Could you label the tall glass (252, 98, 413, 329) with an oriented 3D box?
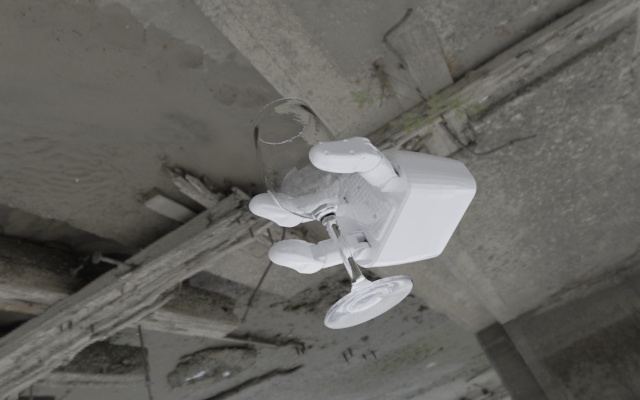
[{"bbox_3d":[0.000,0.002,0.410,0.079,0.201,0.079,-19,-31,-12],"label":"tall glass"}]
